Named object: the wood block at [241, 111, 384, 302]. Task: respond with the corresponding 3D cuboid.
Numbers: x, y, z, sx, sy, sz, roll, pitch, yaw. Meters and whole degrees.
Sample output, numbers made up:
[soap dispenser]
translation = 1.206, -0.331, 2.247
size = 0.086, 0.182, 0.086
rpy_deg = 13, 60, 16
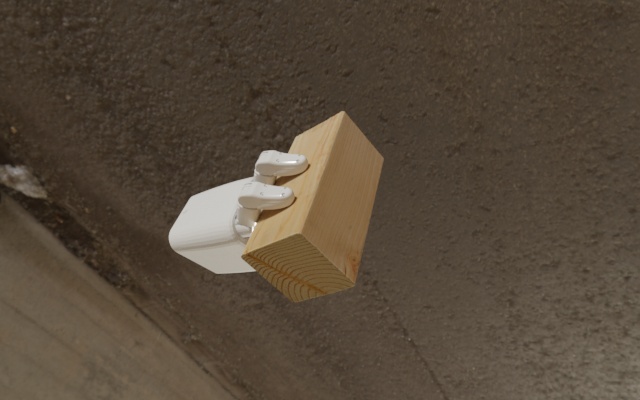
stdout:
[wood block]
translation = 0.000, 0.002, 0.559
size = 0.090, 0.206, 0.091
rpy_deg = -23, -57, 36
